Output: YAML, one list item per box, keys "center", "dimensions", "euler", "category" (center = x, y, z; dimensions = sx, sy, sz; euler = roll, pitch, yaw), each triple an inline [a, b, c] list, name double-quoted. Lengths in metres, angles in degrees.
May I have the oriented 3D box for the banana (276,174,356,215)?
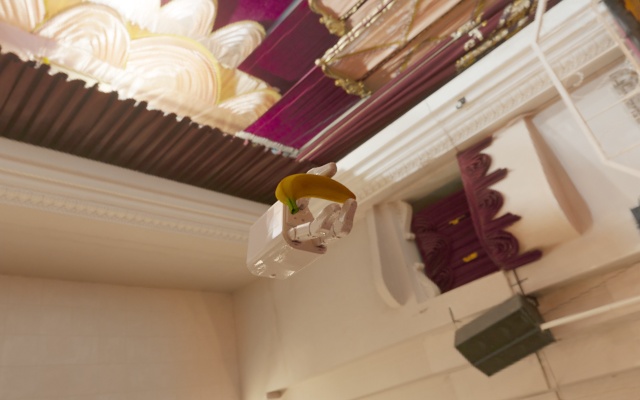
- center: [-0.012, -0.012, 0.729]
  dimensions: [0.037, 0.069, 0.198]
  euler: [-42, -15, 27]
  category: "banana"
